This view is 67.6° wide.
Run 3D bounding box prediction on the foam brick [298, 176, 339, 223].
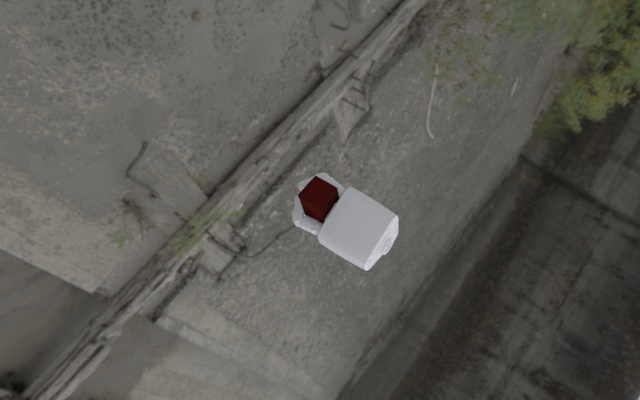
[{"bbox_3d":[0.000,0.003,0.870,0.051,0.053,0.078,31,-20,23],"label":"foam brick"}]
